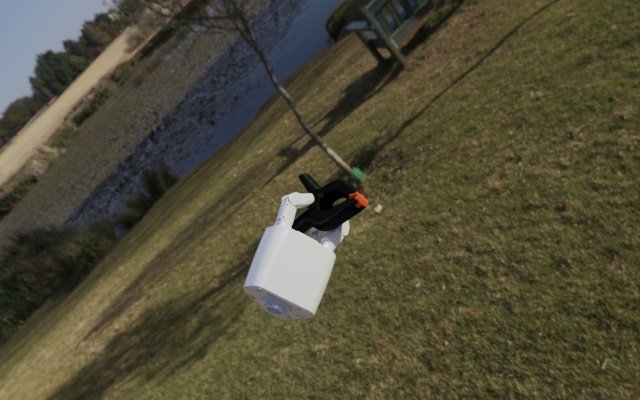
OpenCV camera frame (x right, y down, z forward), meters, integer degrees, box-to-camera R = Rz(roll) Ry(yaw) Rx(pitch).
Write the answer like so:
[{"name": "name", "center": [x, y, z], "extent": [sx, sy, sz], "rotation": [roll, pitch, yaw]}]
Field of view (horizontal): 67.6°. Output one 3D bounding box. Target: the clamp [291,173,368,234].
[{"name": "clamp", "center": [0.000, 0.002, 0.808], "extent": [0.036, 0.164, 0.210], "rotation": [36, -35, -30]}]
